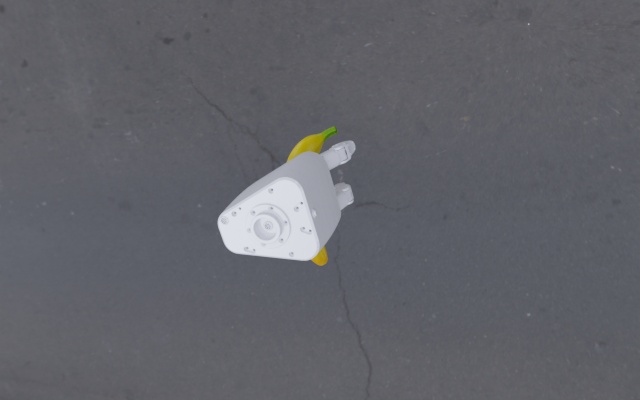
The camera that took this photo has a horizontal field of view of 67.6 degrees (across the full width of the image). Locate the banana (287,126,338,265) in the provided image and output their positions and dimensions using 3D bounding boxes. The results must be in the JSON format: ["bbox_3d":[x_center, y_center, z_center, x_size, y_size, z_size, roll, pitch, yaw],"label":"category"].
[{"bbox_3d":[-0.018,-0.003,0.652,0.069,0.198,0.037,5,17,2],"label":"banana"}]
